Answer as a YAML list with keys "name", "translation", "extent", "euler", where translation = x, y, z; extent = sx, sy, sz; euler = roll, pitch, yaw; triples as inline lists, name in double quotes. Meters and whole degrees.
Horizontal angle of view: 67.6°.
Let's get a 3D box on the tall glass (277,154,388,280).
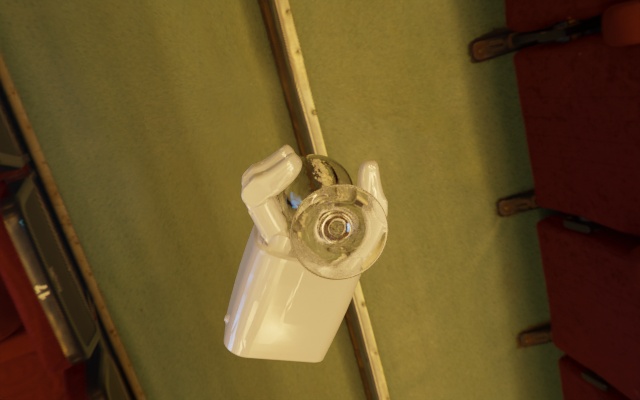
- name: "tall glass"
  translation: [0.000, 0.002, 0.447]
  extent: [0.079, 0.079, 0.201]
  euler: [0, 14, -8]
